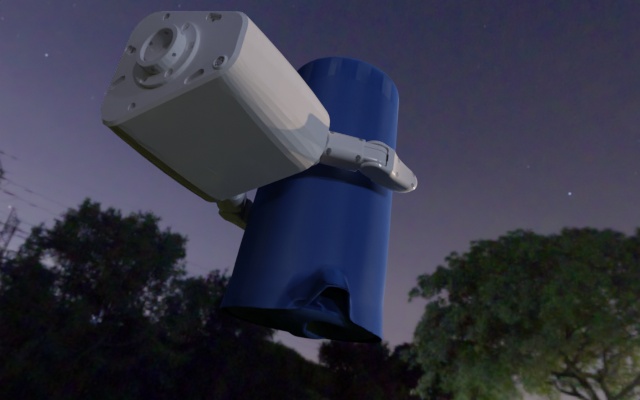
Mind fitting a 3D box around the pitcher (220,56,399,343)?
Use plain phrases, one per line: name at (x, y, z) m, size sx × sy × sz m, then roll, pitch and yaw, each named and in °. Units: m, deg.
pitcher at (0.000, 0.001, 0.438) m, size 0.149 × 0.242 × 0.145 m, roll -3°, pitch -26°, yaw 30°
